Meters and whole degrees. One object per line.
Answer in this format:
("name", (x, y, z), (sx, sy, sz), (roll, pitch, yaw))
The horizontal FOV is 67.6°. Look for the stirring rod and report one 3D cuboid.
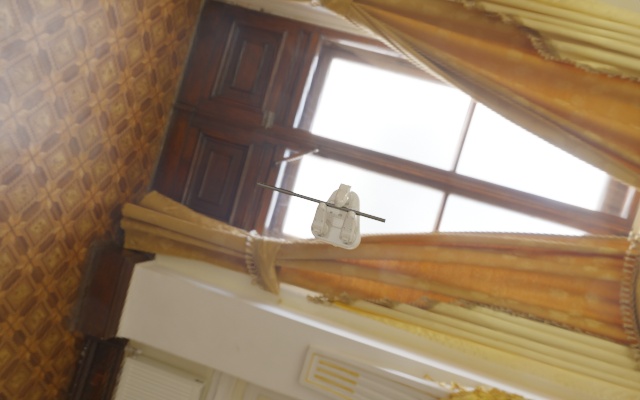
("stirring rod", (0.000, 0.003, 0.854), (0.239, 0.011, 0.011), (16, 2, 9))
